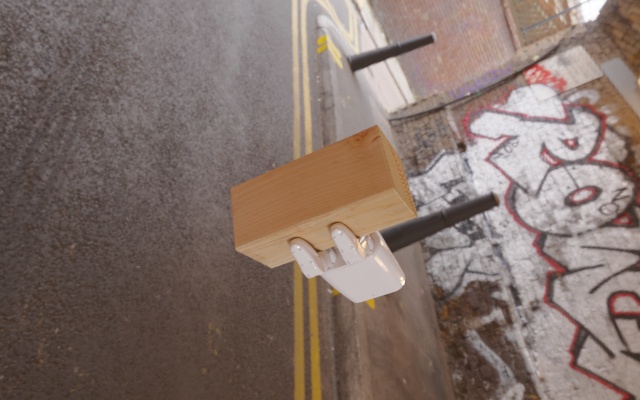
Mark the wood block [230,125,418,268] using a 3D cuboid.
[{"bbox_3d":[0.000,0.002,0.592,0.206,0.090,0.090,-22,-31,19],"label":"wood block"}]
